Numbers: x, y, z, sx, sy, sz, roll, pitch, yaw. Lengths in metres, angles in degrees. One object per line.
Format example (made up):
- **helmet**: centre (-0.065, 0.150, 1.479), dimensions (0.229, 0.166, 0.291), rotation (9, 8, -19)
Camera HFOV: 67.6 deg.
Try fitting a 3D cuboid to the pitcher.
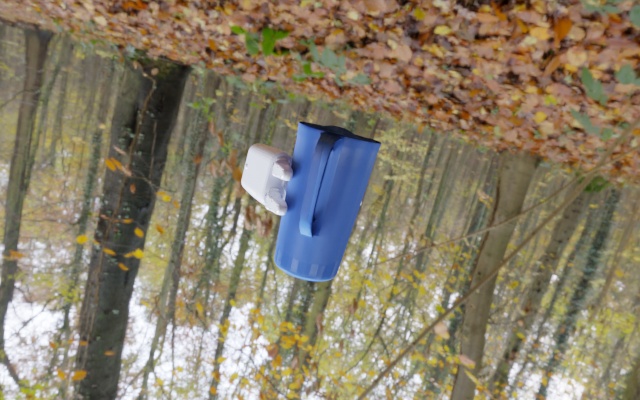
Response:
- **pitcher**: centre (0.000, 0.002, 0.760), dimensions (0.149, 0.243, 0.145), rotation (6, 14, -35)
